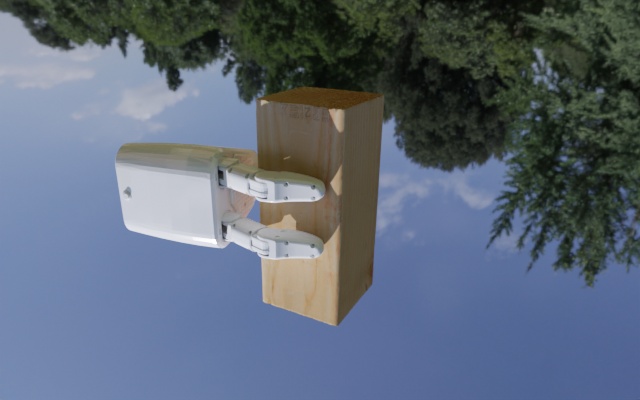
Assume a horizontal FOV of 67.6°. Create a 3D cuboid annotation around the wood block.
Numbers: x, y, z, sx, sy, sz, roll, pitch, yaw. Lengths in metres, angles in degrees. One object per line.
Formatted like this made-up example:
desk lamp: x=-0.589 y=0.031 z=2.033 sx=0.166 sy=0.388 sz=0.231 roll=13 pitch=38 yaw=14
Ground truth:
wood block: x=0.000 y=0.001 z=0.467 sx=0.090 sy=0.206 sz=0.090 roll=12 pitch=25 yaw=25
